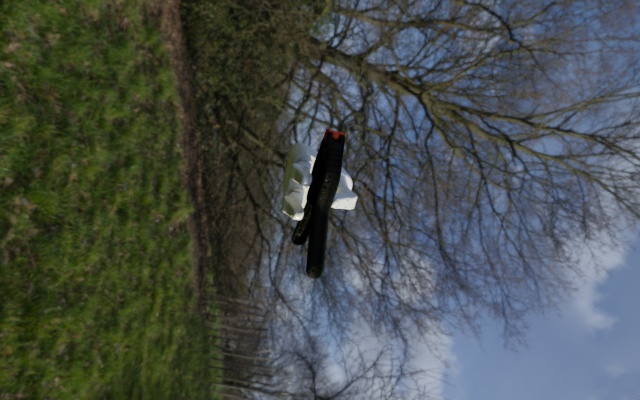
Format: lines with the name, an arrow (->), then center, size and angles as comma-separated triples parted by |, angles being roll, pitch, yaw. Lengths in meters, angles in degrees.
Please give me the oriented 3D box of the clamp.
clamp -> 0.001, 0.002, 0.708 | 0.036, 0.210, 0.164 | 11, 17, -15
